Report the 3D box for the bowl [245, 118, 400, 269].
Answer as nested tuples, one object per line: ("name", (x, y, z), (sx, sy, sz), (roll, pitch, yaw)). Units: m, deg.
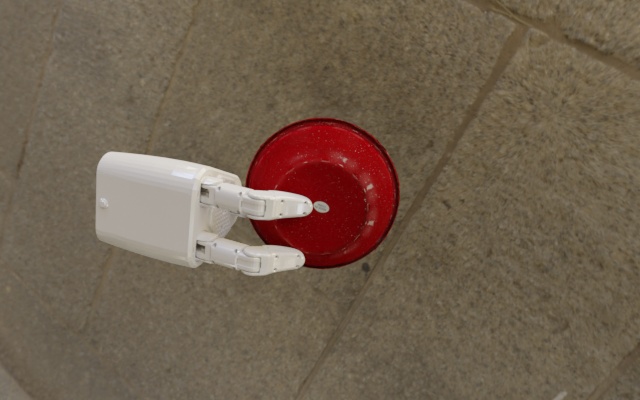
("bowl", (0.001, 0.002, 0.471), (0.162, 0.162, 0.055), (0, 14, 3))
